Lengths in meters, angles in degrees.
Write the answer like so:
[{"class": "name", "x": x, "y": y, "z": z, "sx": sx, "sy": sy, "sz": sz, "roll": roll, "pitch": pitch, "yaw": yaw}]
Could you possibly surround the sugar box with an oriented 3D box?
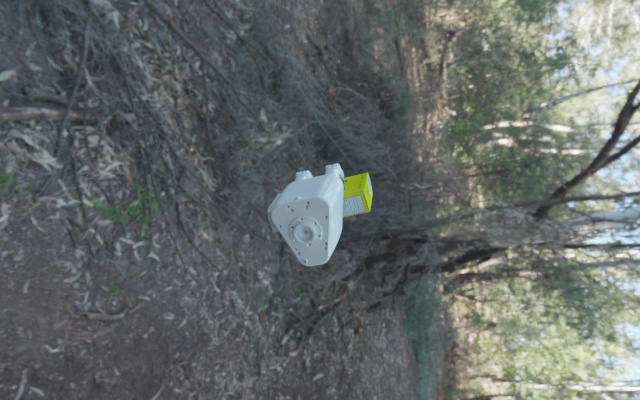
[{"class": "sugar box", "x": 0.000, "y": 0.002, "z": 0.834, "sx": 0.176, "sy": 0.048, "sz": 0.093, "roll": -11, "pitch": 20, "yaw": 14}]
